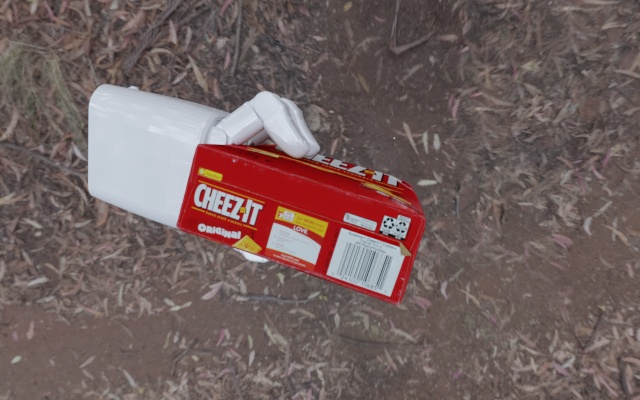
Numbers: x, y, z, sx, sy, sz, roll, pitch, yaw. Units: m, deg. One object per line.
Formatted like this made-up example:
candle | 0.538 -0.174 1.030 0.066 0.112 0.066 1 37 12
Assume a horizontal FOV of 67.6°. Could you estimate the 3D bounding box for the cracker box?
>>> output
cracker box | 0.000 0.002 0.418 0.164 0.072 0.213 18 10 6
